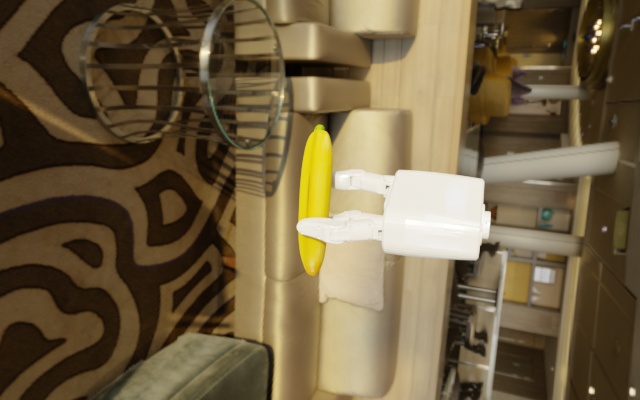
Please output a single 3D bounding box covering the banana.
[{"bbox_3d":[-0.004,-0.003,0.595,0.037,0.198,0.069,4,-3,13],"label":"banana"}]
